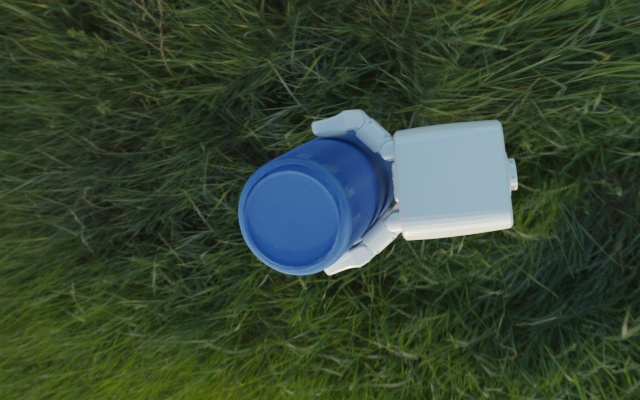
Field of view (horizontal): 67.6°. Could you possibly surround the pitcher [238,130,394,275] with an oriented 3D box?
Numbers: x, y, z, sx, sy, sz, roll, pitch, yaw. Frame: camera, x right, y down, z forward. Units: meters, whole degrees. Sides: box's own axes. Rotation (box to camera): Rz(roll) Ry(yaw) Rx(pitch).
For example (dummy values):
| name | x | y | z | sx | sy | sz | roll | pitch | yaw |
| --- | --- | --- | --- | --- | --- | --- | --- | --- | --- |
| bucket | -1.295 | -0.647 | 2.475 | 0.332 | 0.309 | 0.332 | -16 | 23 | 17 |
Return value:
| name | x | y | z | sx | sy | sz | roll | pitch | yaw |
| --- | --- | --- | --- | --- | --- | --- | --- | --- | --- |
| pitcher | 0.000 | 0.002 | 0.530 | 0.145 | 0.149 | 0.243 | -5 | 10 | 17 |
